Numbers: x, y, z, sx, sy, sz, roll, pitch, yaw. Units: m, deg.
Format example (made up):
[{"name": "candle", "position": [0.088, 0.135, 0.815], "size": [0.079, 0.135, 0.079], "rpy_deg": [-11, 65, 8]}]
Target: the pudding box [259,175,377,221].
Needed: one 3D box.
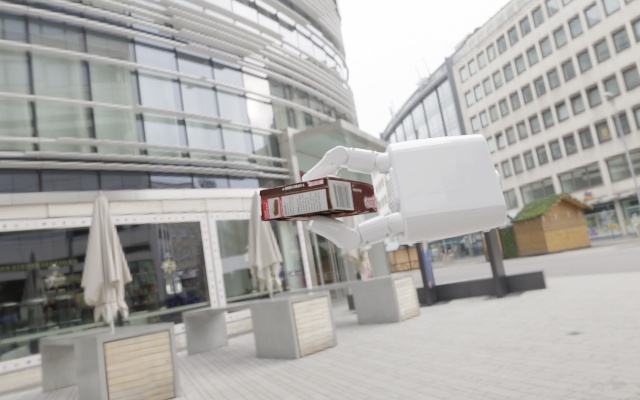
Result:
[{"name": "pudding box", "position": [0.000, 0.002, 0.537], "size": [0.090, 0.039, 0.113], "rpy_deg": [-11, -10, 30]}]
